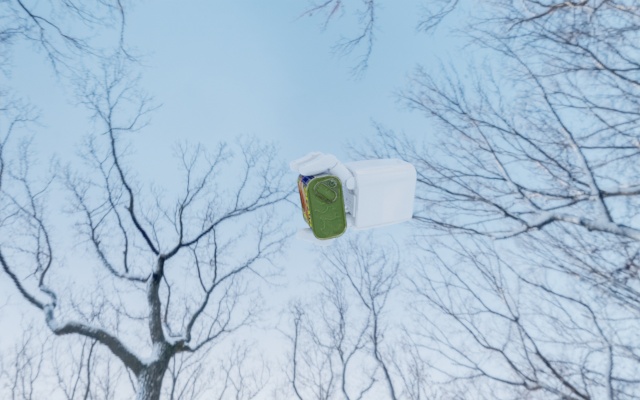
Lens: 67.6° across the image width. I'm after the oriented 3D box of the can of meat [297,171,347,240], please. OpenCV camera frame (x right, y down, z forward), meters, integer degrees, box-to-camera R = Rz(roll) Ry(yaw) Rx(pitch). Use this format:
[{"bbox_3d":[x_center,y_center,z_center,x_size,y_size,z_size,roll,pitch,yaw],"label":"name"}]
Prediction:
[{"bbox_3d":[0.000,0.003,0.776,0.057,0.102,0.084,-12,16,-12],"label":"can of meat"}]
